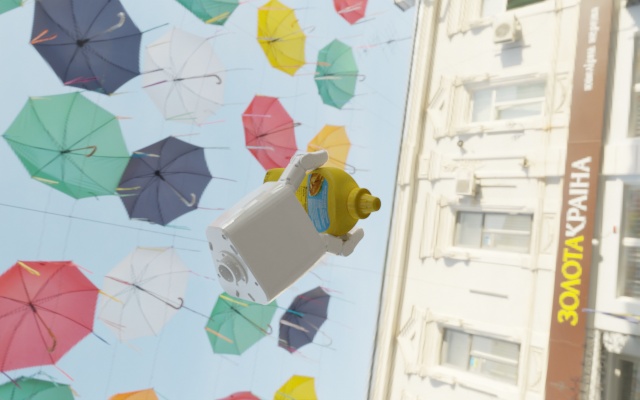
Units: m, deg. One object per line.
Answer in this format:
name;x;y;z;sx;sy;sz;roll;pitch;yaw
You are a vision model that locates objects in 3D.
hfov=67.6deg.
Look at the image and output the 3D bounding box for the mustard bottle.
mustard bottle;0.000;0.002;0.656;0.191;0.096;0.058;2;6;43
